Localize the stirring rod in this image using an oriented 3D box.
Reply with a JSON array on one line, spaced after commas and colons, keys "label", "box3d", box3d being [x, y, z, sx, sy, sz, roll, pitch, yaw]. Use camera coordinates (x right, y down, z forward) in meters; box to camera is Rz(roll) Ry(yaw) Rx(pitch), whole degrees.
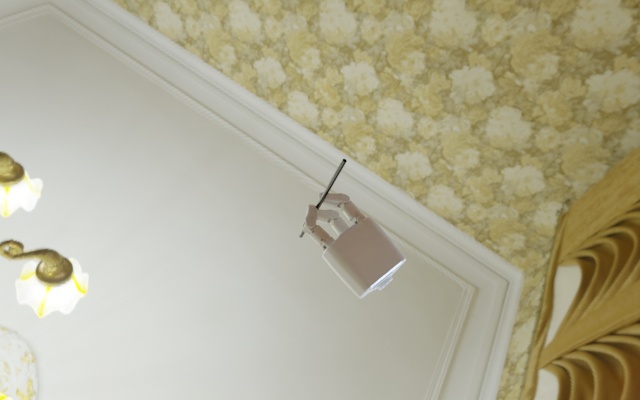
[{"label": "stirring rod", "box3d": [0.000, 0.003, 0.893, 0.011, 0.011, 0.240, 0, -36, -25]}]
